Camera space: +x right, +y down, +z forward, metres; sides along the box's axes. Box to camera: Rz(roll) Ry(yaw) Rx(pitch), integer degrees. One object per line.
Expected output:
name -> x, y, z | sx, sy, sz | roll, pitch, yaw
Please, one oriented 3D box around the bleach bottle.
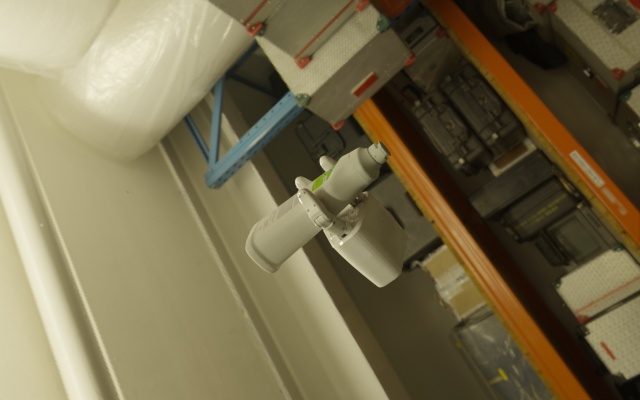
bleach bottle -> 0.000, 0.002, 0.719 | 0.251, 0.068, 0.102 | -39, 18, 20
